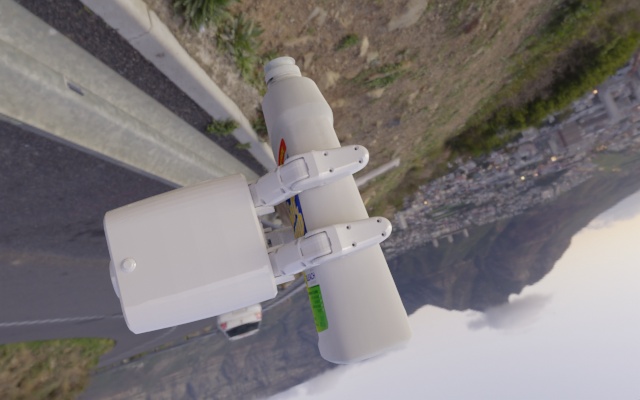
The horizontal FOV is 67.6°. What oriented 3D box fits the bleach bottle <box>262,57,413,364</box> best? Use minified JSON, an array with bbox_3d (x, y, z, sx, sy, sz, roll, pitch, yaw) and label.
[{"bbox_3d":[0.000,0.001,0.401,0.068,0.250,0.102,-15,-11,-12],"label":"bleach bottle"}]
